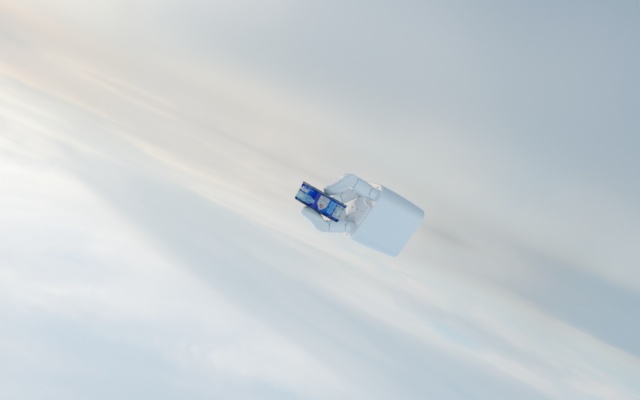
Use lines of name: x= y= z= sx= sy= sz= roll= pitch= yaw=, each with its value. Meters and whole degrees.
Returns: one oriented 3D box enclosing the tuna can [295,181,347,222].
tuna can: x=0.000 y=0.003 z=0.800 sx=0.086 sy=0.034 sz=0.086 roll=30 pitch=0 yaw=0
